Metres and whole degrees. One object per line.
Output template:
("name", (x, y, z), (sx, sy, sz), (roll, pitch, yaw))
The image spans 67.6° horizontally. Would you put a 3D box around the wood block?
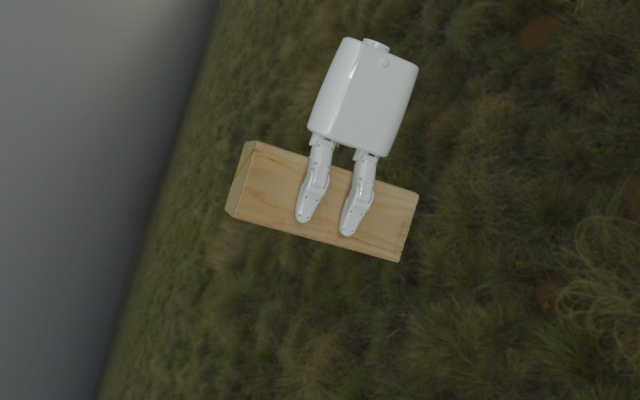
("wood block", (0.000, 0.001, 0.581), (0.206, 0.090, 0.091), (17, 0, -18))
